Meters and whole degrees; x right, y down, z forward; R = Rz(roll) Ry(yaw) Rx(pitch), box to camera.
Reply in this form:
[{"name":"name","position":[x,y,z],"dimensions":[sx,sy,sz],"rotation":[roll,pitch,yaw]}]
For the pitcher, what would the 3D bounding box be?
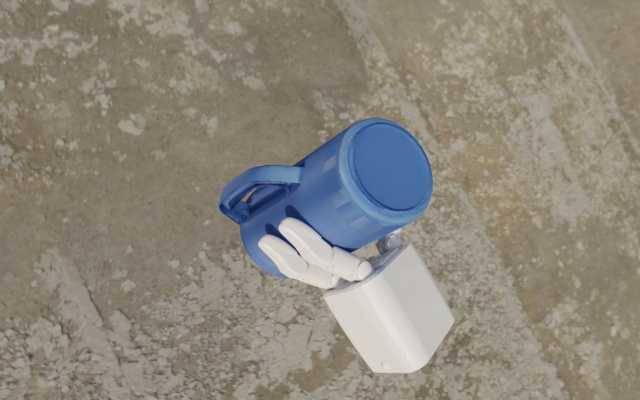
[{"name":"pitcher","position":[0.000,0.002,0.534],"dimensions":[0.149,0.145,0.243],"rotation":[-30,-1,-33]}]
